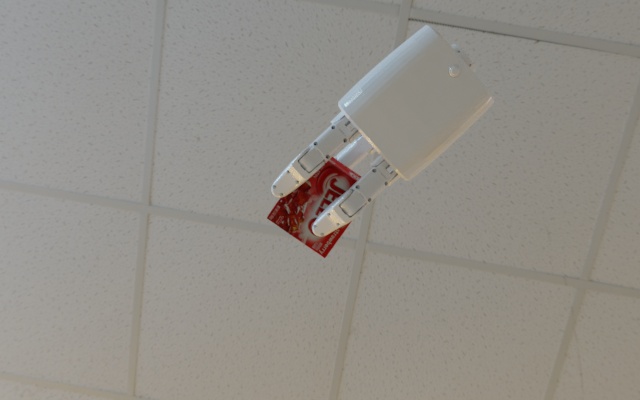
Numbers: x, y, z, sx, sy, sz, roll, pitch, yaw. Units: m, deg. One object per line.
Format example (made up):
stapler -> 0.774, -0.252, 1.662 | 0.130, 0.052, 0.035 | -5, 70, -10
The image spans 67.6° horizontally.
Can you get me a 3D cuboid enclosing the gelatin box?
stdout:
gelatin box -> 0.000, 0.002, 0.481 | 0.073, 0.089, 0.030 | 35, 20, -1
